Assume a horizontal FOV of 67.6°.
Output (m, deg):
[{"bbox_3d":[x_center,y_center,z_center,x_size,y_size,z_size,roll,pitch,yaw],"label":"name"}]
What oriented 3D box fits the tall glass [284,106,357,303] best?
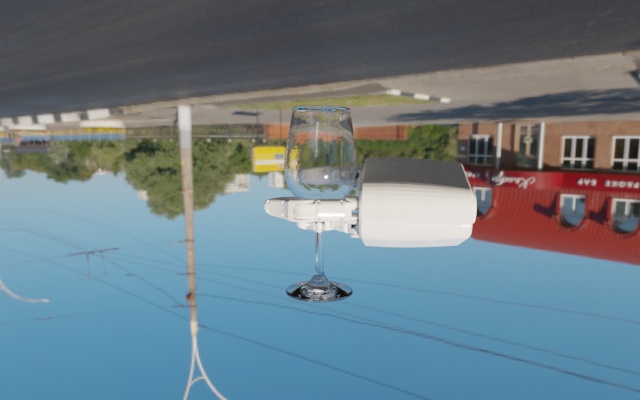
[{"bbox_3d":[0.000,0.002,0.515,0.079,0.201,0.079,0,7,0],"label":"tall glass"}]
